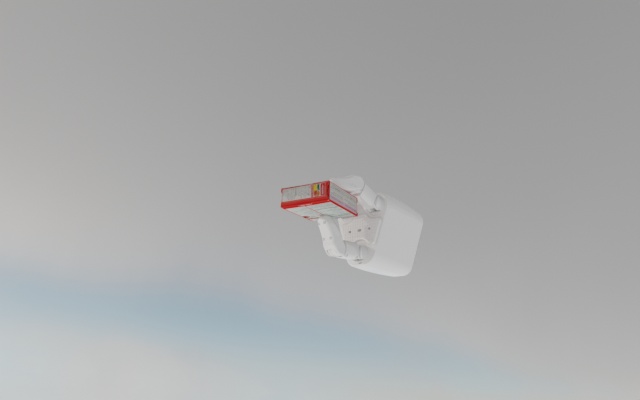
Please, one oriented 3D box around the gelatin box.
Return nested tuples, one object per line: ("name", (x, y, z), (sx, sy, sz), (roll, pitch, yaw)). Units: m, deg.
("gelatin box", (0.000, 0.002, 0.646), (0.073, 0.030, 0.089), (-8, -18, 28))
